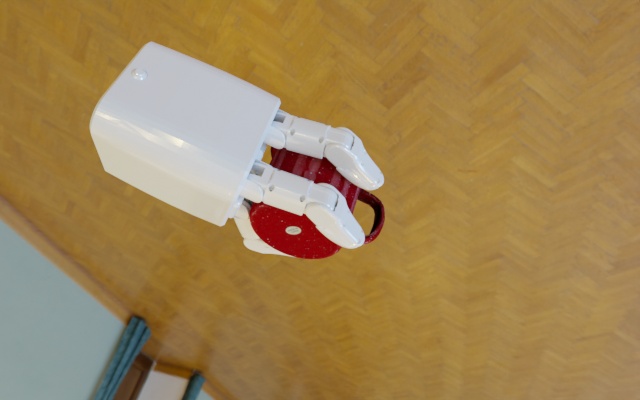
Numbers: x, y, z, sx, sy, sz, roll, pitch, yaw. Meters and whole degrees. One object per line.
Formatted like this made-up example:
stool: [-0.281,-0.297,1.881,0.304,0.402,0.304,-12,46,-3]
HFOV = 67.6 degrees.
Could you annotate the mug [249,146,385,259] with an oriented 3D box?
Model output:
mug: [0.001,0.002,0.411,0.117,0.081,0.093,25,-36,-8]
